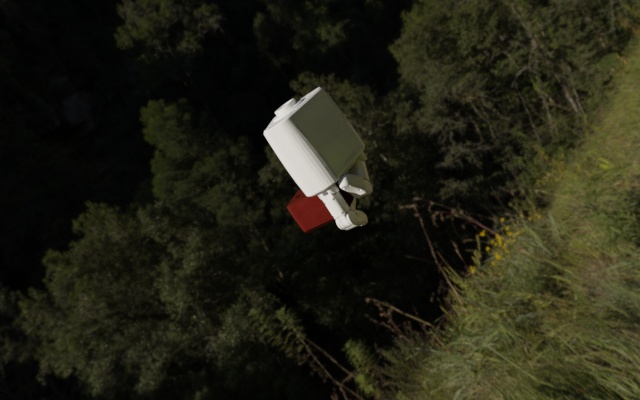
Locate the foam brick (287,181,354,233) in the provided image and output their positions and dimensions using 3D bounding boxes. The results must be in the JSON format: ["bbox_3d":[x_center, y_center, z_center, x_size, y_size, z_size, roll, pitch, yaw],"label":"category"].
[{"bbox_3d":[0.000,0.003,0.696,0.078,0.051,0.053,-27,19,32],"label":"foam brick"}]
